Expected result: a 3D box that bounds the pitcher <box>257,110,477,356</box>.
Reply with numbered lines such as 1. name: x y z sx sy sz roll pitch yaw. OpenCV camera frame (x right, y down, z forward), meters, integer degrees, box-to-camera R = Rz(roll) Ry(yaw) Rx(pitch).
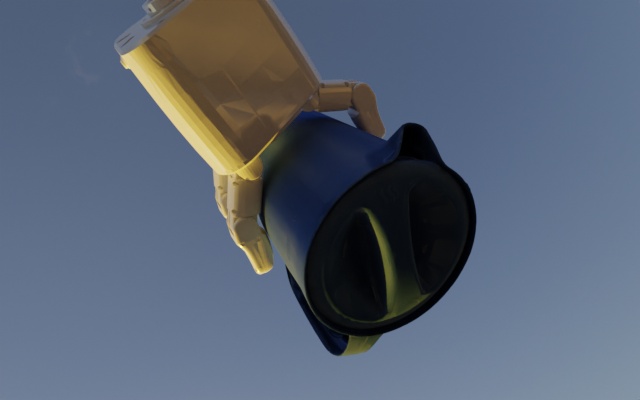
1. pitcher: 0.000 0.001 0.412 0.149 0.145 0.242 -41 34 -5
